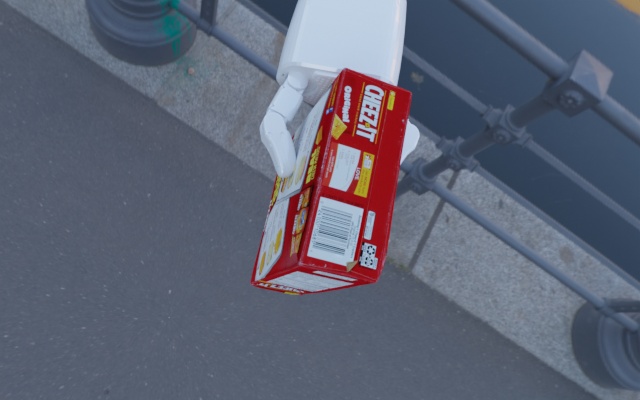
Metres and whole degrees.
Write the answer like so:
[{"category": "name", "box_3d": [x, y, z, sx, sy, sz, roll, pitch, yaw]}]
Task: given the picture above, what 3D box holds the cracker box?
[{"category": "cracker box", "box_3d": [0.000, 0.001, 0.457, 0.072, 0.164, 0.214, 16, -18, -13]}]
